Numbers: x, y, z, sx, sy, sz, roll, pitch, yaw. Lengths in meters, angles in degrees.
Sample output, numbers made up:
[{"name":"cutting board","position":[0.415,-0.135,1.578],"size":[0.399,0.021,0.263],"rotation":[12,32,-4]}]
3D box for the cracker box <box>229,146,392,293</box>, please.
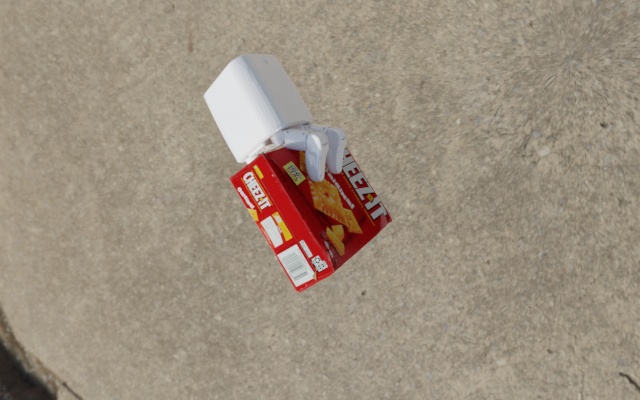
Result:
[{"name":"cracker box","position":[0.000,0.002,0.648],"size":[0.072,0.164,0.213],"rotation":[-32,-2,31]}]
